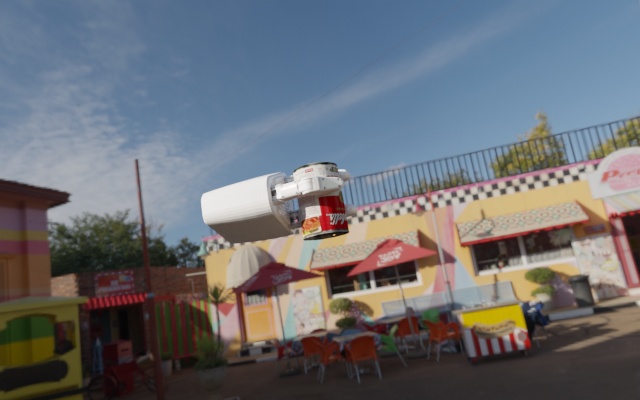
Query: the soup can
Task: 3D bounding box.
[{"bbox_3d":[0.001,0.002,0.693,0.068,0.102,0.068,-9,-11,-2],"label":"soup can"}]
